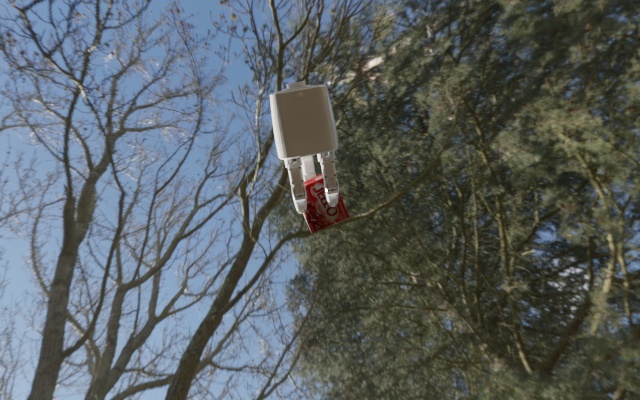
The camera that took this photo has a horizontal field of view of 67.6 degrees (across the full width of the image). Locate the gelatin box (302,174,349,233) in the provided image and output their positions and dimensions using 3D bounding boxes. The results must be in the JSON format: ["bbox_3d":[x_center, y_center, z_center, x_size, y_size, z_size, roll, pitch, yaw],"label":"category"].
[{"bbox_3d":[0.000,0.003,0.834,0.073,0.089,0.030,-23,21,-2],"label":"gelatin box"}]
